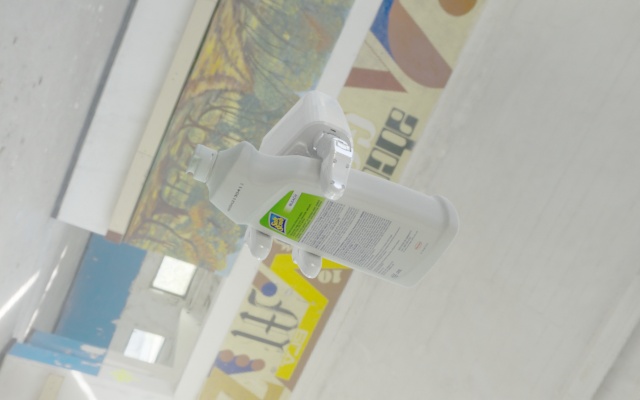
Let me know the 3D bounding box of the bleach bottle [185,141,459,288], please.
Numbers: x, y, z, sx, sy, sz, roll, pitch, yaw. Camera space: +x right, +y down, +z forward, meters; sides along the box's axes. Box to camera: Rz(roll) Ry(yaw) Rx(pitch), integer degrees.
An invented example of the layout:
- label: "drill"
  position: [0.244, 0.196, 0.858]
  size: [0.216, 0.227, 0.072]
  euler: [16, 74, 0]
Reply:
- label: "bleach bottle"
  position: [0.000, 0.002, 0.457]
  size: [0.251, 0.103, 0.068]
  euler: [22, 28, -17]
